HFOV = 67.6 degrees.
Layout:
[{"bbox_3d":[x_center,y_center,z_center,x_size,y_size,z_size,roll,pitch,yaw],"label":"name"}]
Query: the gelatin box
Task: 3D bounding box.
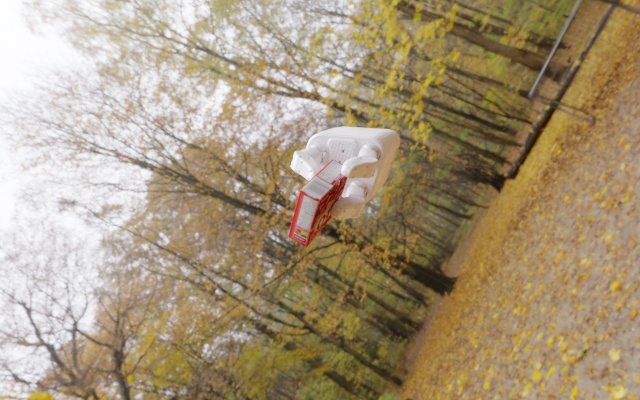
[{"bbox_3d":[0.000,0.002,0.575,0.030,0.073,0.089,27,38,13],"label":"gelatin box"}]
